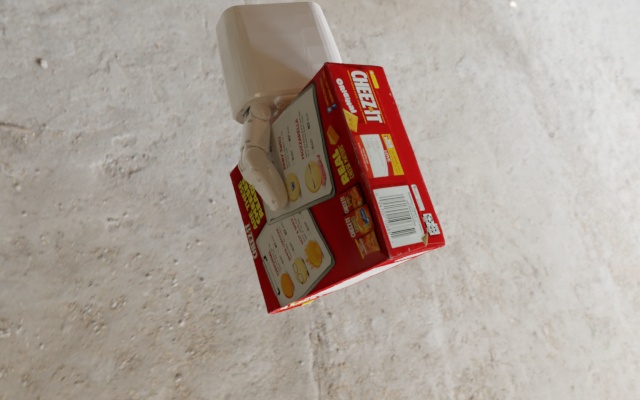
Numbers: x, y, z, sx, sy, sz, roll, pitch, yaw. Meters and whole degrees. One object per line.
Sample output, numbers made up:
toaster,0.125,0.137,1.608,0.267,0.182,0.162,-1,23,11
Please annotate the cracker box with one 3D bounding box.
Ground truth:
cracker box,0.000,0.001,0.450,0.072,0.164,0.214,-7,-18,-34
